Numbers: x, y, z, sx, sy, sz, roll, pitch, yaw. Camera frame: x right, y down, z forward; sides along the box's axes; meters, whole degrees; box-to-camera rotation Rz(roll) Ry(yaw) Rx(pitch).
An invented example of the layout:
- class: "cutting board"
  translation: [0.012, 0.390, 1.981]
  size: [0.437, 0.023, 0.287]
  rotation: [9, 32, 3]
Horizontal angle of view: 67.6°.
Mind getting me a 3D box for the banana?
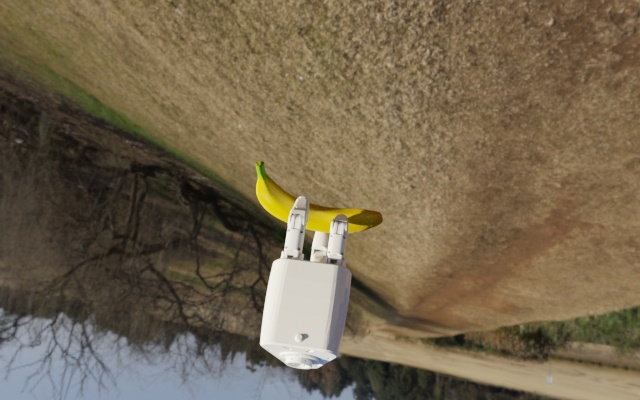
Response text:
- class: "banana"
  translation: [-0.011, 0.013, 0.676]
  size: [0.198, 0.037, 0.070]
  rotation: [22, -48, -14]
